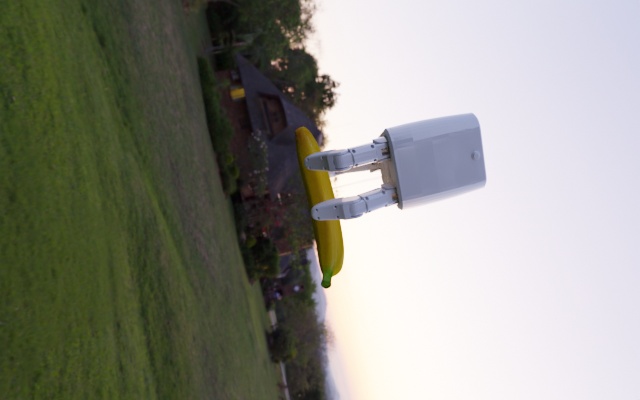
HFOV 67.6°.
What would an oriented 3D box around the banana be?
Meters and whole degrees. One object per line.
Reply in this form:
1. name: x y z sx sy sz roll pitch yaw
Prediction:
1. banana: 0.002 0.008 0.597 0.037 0.197 0.069 -12 -9 3
